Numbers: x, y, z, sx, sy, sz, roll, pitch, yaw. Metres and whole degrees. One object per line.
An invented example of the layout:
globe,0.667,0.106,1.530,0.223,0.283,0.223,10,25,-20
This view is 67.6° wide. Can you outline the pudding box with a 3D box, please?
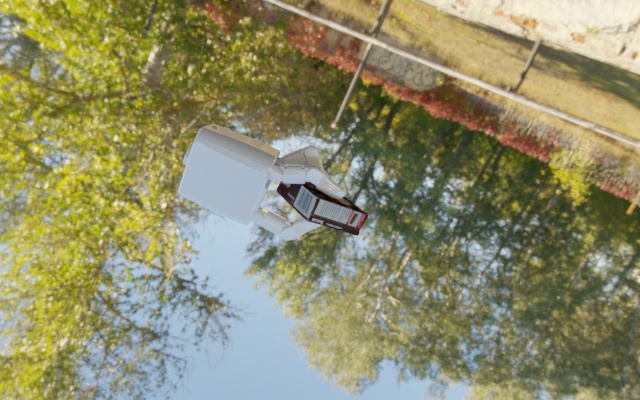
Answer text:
pudding box,0.000,0.002,0.670,0.090,0.039,0.113,18,15,-33
